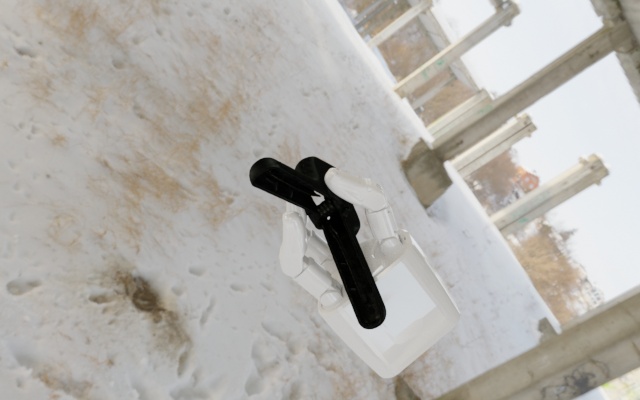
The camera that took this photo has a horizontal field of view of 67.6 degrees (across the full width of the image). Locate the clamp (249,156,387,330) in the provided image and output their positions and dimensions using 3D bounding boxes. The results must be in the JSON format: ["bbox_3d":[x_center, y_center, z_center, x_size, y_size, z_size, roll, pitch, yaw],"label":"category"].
[{"bbox_3d":[0.001,0.001,0.448,0.036,0.165,0.210,-32,21,13],"label":"clamp"}]
